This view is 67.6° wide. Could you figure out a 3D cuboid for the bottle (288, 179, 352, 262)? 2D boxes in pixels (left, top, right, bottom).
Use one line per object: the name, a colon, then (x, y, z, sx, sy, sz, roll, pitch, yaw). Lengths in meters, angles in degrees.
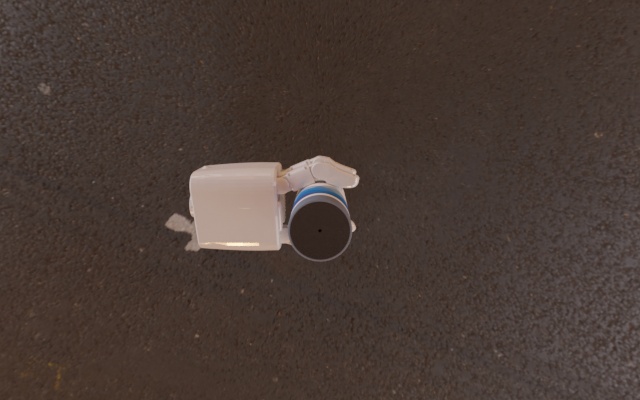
bottle: (0.000, 0.002, 0.632, 0.069, 0.069, 0.295, 0, 11, 0)
